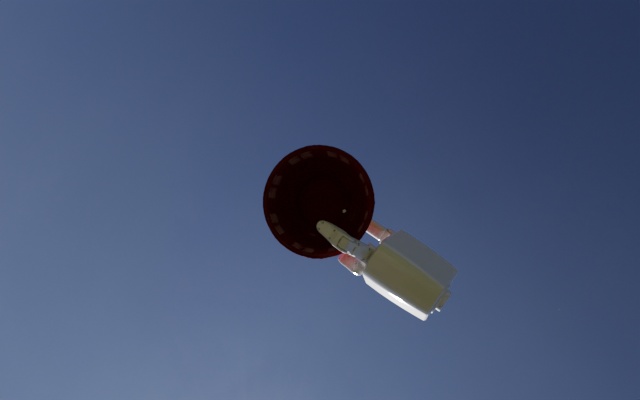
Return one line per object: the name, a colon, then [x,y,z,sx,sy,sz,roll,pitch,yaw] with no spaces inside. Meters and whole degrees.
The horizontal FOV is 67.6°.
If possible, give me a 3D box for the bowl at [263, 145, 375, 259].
bowl: [-0.001,0.001,0.700,0.162,0.162,0.055,0,-1,10]
